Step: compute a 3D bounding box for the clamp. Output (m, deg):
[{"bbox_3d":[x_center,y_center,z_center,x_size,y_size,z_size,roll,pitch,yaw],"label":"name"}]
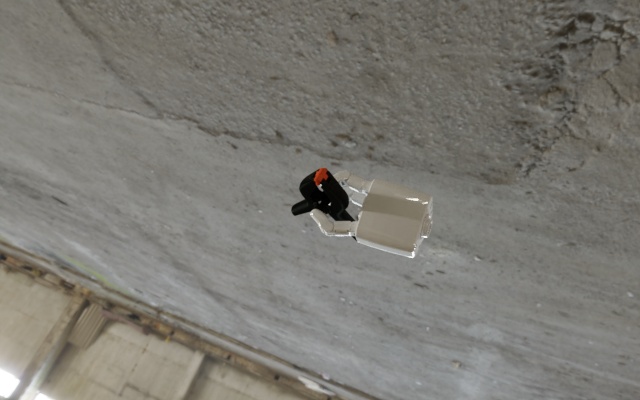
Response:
[{"bbox_3d":[0.000,0.003,0.884,0.164,0.036,0.210,18,-25,22],"label":"clamp"}]
